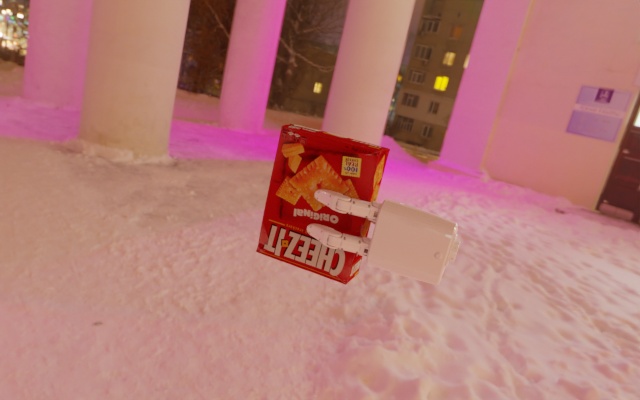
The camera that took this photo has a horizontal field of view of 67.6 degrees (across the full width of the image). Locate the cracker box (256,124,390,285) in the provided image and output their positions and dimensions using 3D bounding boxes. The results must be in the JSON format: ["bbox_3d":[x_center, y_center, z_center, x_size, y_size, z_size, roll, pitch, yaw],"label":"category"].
[{"bbox_3d":[0.000,0.002,0.750,0.164,0.214,0.072,18,14,18],"label":"cracker box"}]
